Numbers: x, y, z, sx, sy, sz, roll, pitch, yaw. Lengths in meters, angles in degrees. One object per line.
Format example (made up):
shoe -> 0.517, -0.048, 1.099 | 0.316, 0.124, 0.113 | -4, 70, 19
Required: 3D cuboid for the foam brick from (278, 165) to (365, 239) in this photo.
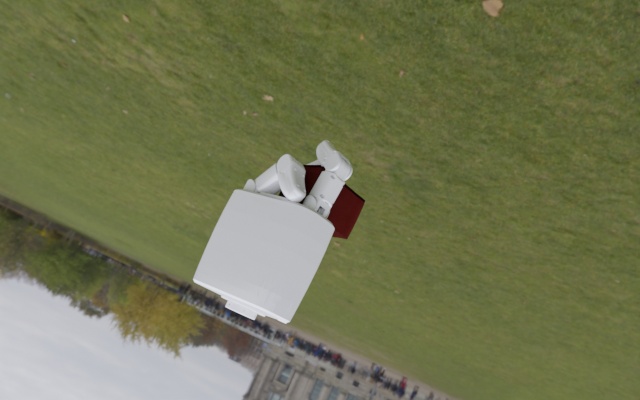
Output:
foam brick -> 0.000, 0.002, 0.528 | 0.053, 0.051, 0.078 | 5, -25, 48
